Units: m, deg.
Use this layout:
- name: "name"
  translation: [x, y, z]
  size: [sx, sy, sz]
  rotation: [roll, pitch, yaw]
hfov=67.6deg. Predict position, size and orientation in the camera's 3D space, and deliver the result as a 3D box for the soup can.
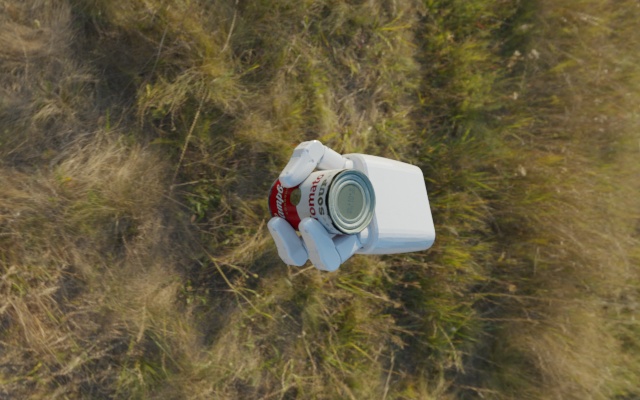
- name: "soup can"
  translation: [0.000, 0.002, 0.507]
  size: [0.068, 0.068, 0.102]
  rotation: [0, 0, -40]
